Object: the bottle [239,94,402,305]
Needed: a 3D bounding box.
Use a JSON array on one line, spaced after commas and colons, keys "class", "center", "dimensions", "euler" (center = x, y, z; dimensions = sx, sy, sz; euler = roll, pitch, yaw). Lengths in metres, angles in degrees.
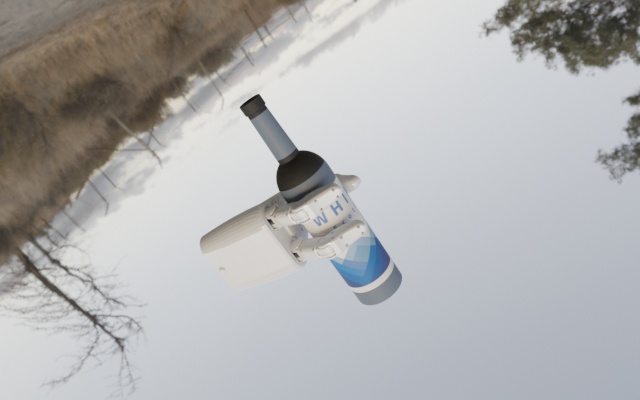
[{"class": "bottle", "center": [0.000, 0.002, 0.580], "dimensions": [0.069, 0.296, 0.069], "euler": [-30, 21, 13]}]
